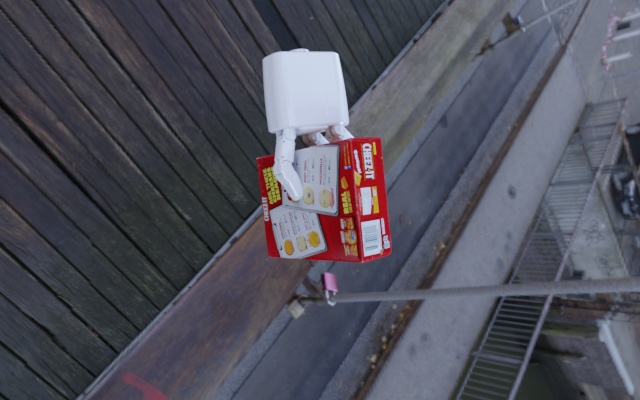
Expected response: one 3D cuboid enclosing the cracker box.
[{"bbox_3d":[0.000,0.002,0.708,0.072,0.164,0.214,-8,2,-41],"label":"cracker box"}]
